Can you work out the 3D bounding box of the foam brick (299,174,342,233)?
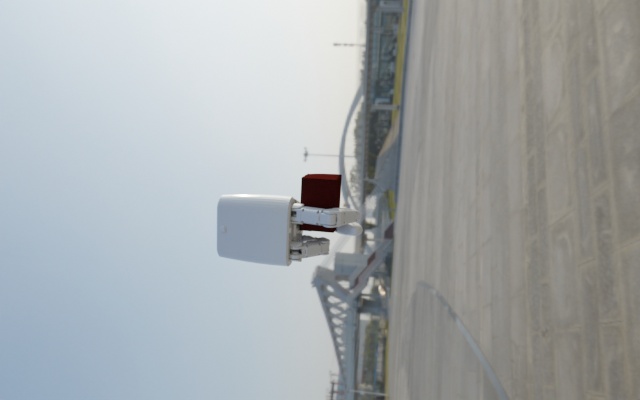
[{"bbox_3d":[0.000,0.002,0.686,0.051,0.078,0.053,5,11,9],"label":"foam brick"}]
